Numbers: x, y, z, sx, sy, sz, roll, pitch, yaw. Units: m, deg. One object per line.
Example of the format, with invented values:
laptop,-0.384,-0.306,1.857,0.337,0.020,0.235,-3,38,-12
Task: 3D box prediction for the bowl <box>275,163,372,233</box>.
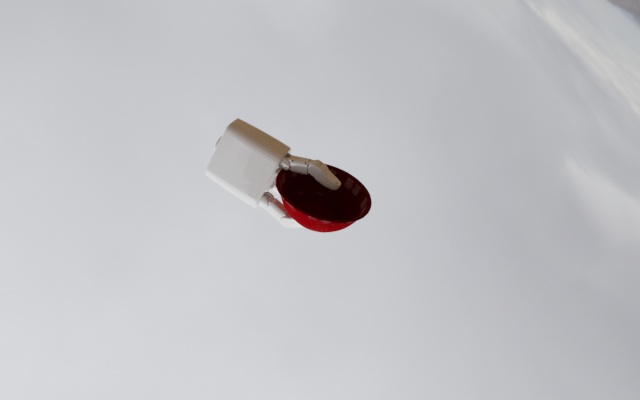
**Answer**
bowl,0.001,0.004,0.787,0.162,0.055,0.162,12,35,-9
